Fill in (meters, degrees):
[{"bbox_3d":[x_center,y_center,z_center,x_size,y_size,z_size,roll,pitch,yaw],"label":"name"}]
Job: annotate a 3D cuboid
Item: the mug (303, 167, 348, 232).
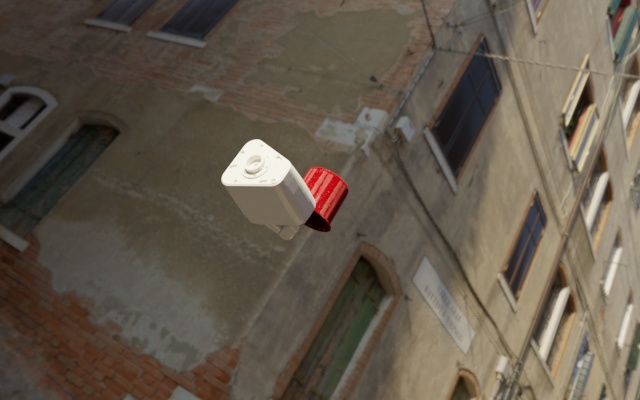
[{"bbox_3d":[0.001,0.003,0.843,0.093,0.081,0.117,18,-25,31],"label":"mug"}]
